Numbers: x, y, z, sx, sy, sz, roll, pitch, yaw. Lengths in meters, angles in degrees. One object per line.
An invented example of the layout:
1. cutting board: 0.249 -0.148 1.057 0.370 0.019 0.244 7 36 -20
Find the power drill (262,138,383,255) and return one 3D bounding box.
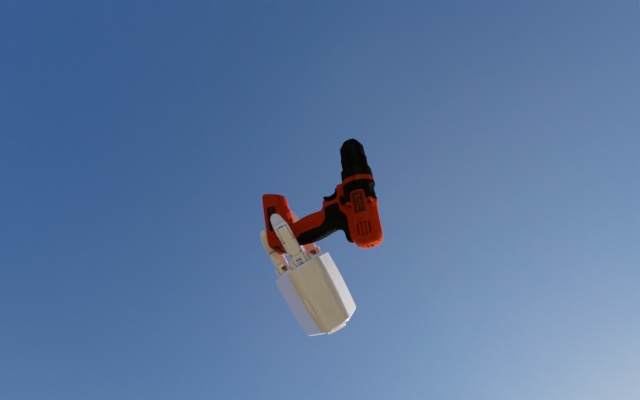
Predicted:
1. power drill: 0.000 0.003 0.778 0.187 0.184 0.057 -16 -24 18
